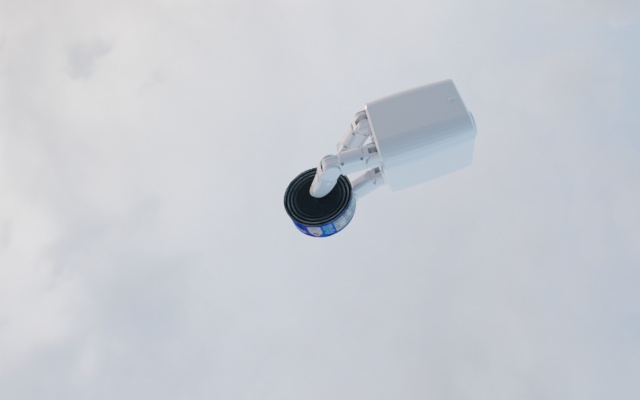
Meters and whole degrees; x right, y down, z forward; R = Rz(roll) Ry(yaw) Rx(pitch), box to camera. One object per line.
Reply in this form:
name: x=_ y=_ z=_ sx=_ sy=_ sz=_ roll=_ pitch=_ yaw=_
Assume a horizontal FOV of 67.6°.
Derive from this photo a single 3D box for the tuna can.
tuna can: x=0.000 y=0.002 z=0.589 sx=0.086 sy=0.086 sz=0.034 roll=0 pitch=-32 yaw=17
